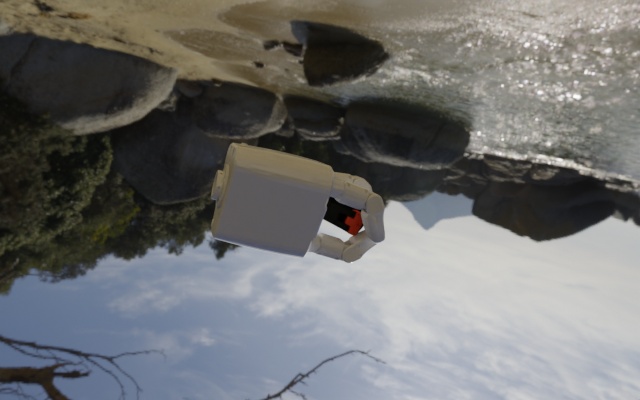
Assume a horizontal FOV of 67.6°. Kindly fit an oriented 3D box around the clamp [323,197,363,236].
[{"bbox_3d":[0.000,0.003,0.620,0.120,0.039,0.171,14,6,-18],"label":"clamp"}]
